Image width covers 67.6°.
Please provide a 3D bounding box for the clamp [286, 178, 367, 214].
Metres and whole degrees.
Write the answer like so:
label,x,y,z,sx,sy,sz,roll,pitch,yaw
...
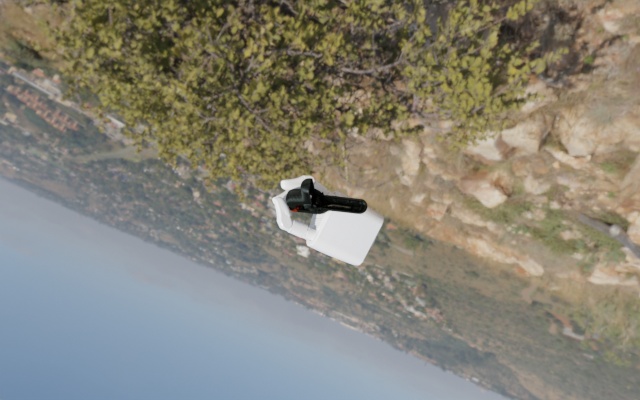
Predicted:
label,x,y,z,sx,sy,sz,roll,pitch,yaw
clamp,0.000,0.003,0.818,0.120,0.039,0.171,25,-13,-16
